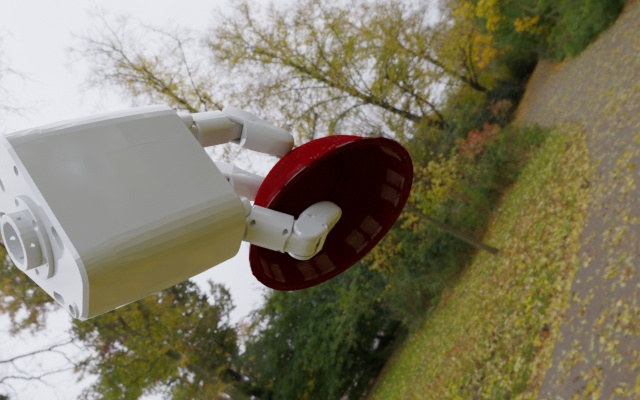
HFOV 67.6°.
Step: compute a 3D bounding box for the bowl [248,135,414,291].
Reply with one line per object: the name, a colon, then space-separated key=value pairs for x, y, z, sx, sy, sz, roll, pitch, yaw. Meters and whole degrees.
bowl: x=0.001 y=0.001 z=0.409 sx=0.162 sy=0.162 sz=0.055 roll=0 pitch=38 yaw=-43
